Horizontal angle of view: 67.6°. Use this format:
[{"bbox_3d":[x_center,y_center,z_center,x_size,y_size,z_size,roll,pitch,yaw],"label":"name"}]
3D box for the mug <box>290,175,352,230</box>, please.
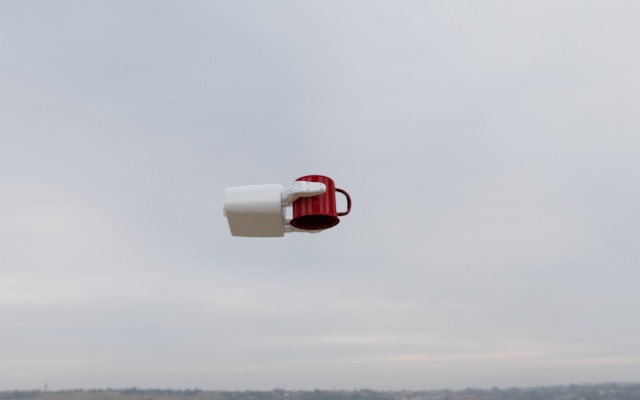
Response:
[{"bbox_3d":[0.002,0.003,0.894,0.117,0.081,0.093,-1,-21,-3],"label":"mug"}]
